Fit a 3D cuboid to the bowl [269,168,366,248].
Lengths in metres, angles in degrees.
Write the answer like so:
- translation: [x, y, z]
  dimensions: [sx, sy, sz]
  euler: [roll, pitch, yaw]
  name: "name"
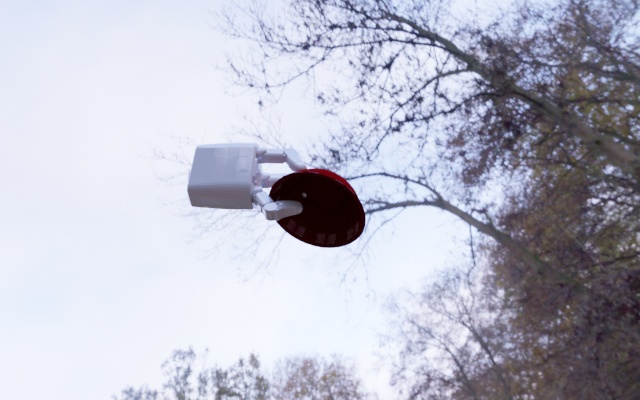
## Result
- translation: [0.002, 0.003, 0.774]
  dimensions: [0.162, 0.162, 0.055]
  euler: [0, 40, 22]
  name: "bowl"
